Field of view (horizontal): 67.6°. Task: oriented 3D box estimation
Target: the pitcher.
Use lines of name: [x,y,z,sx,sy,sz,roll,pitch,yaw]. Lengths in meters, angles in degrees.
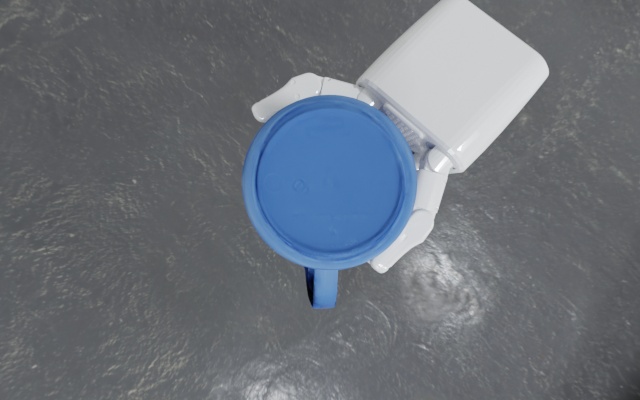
pitcher: [0.000,0.001,0.401,0.149,0.145,0.243,45,-3,-2]
